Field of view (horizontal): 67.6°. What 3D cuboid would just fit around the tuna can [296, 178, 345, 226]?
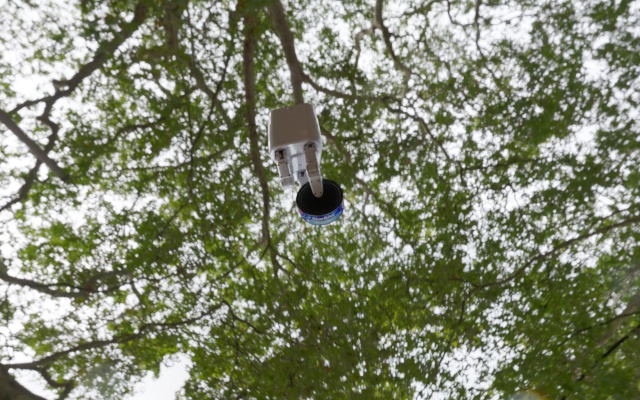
[{"bbox_3d":[0.000,0.003,0.860,0.086,0.086,0.034,0,-39,10],"label":"tuna can"}]
